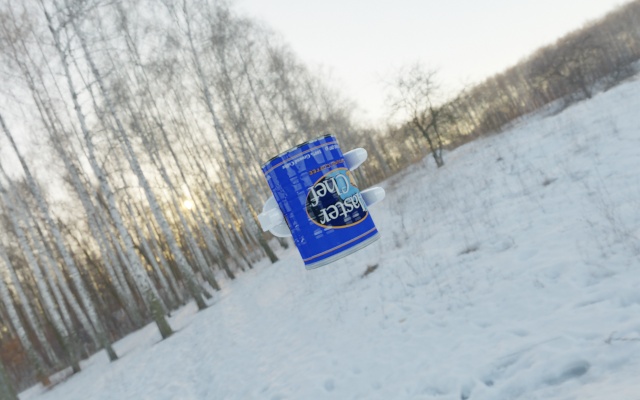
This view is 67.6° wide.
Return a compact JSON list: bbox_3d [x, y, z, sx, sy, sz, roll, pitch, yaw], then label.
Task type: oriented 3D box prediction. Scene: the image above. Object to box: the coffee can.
[{"bbox_3d":[0.000,0.002,0.596,0.103,0.140,0.103,-24,-1,-1],"label":"coffee can"}]
